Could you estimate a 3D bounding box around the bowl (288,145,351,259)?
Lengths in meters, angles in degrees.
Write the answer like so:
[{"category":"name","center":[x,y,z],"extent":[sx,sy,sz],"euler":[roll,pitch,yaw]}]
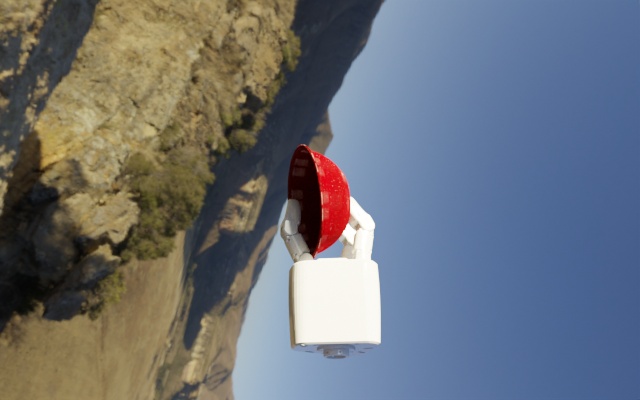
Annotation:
[{"category":"bowl","center":[0.000,0.001,0.671],"extent":[0.055,0.162,0.162],"euler":[-4,1,-19]}]
